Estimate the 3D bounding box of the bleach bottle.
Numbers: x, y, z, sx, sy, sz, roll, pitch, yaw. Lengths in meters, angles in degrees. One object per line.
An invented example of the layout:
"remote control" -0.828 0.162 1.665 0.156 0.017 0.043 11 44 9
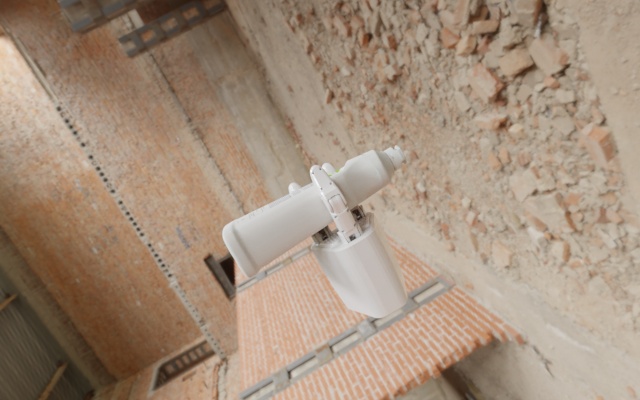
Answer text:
"bleach bottle" 0.000 0.002 0.614 0.251 0.068 0.102 -30 10 -5
